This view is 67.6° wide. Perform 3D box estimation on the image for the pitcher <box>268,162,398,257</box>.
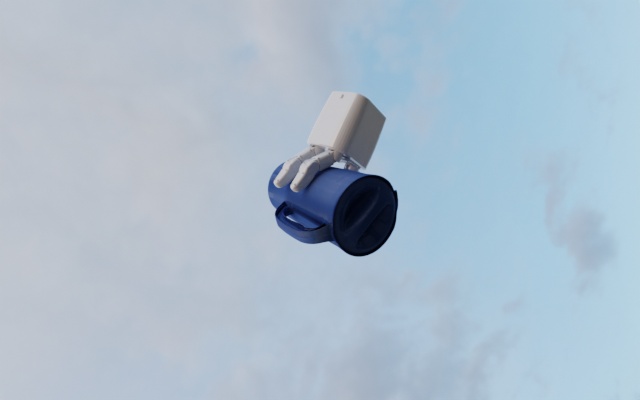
[{"bbox_3d":[0.000,0.003,0.830,0.149,0.145,0.242,26,-3,-38],"label":"pitcher"}]
